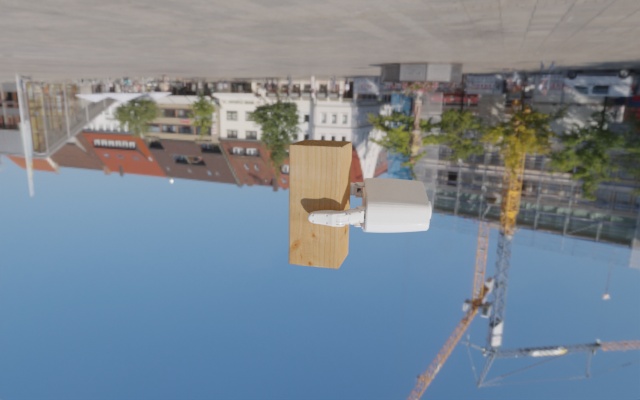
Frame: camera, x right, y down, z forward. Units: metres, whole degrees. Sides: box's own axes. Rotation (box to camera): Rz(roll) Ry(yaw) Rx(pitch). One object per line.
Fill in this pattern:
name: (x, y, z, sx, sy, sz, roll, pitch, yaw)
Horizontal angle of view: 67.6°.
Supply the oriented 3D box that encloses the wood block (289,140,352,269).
wood block: (0.000, 0.003, 0.827, 0.090, 0.206, 0.091, 4, 13, 14)
